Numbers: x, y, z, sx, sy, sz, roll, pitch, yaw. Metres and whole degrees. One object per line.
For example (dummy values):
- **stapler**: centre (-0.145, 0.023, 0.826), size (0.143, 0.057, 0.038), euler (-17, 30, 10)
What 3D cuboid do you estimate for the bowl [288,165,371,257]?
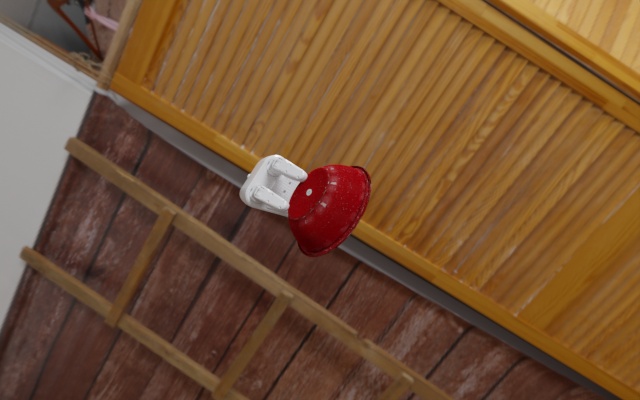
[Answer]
- **bowl**: centre (0.001, 0.002, 0.724), size (0.055, 0.162, 0.162), euler (35, -19, -28)
